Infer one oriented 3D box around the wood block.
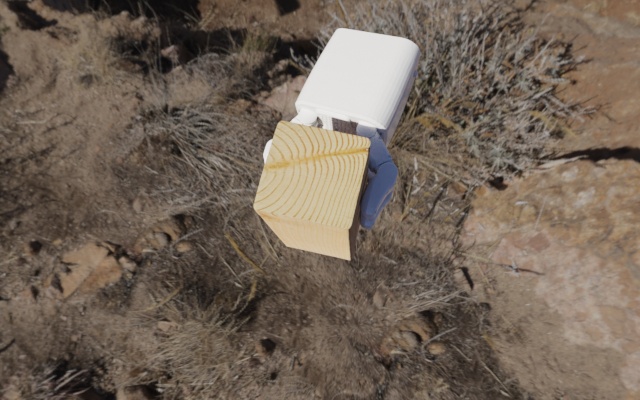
[{"bbox_3d":[0.000,0.001,0.525,0.091,0.090,0.206,13,-13,8],"label":"wood block"}]
